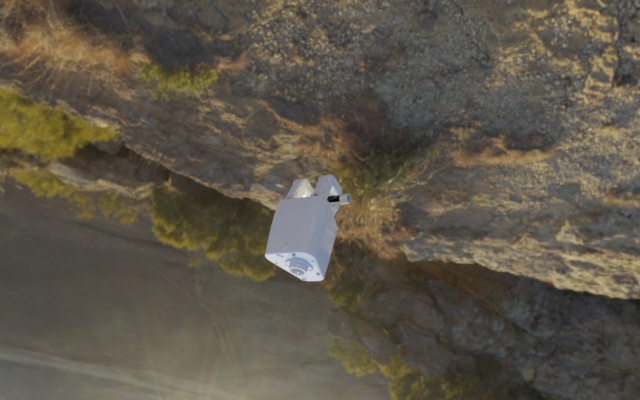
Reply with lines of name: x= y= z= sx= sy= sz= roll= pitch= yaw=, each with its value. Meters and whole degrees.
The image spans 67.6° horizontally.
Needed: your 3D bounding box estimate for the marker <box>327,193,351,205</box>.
marker: x=0.000 y=0.003 z=0.895 sx=0.121 sy=0.020 sz=0.020 roll=-7 pitch=-4 yaw=30
